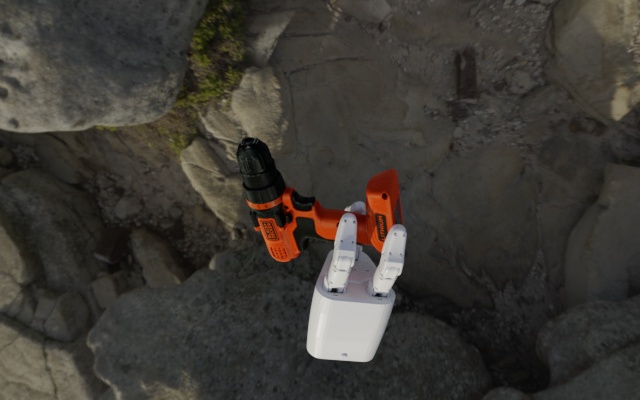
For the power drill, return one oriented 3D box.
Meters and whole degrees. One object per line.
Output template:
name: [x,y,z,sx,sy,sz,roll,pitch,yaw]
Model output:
power drill: [0.001,0.002,0.578,0.187,0.185,0.057,1,42,20]
